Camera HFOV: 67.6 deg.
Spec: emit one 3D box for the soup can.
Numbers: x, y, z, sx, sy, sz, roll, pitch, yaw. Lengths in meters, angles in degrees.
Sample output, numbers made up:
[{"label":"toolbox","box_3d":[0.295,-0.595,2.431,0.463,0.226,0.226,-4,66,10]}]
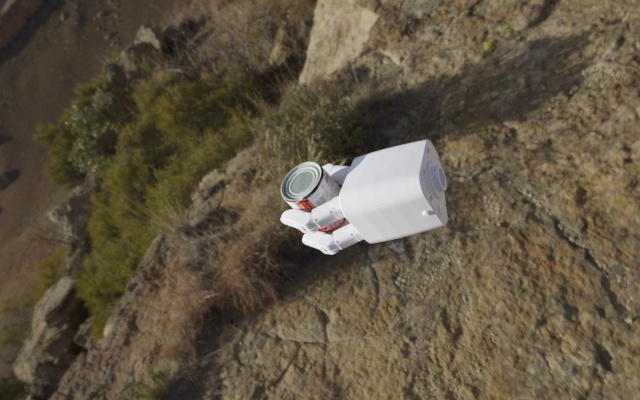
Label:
[{"label":"soup can","box_3d":[0.000,0.002,0.665,0.068,0.068,0.102,0,-34,38]}]
